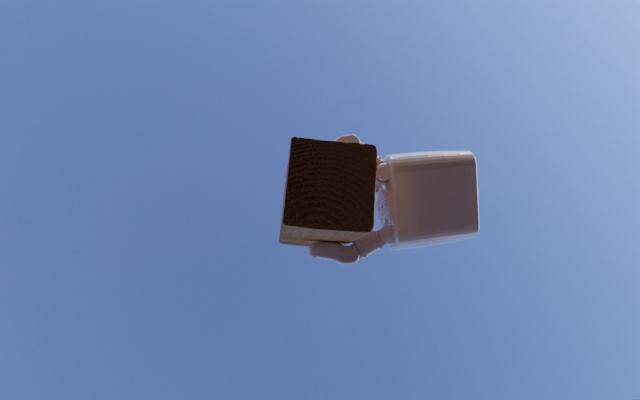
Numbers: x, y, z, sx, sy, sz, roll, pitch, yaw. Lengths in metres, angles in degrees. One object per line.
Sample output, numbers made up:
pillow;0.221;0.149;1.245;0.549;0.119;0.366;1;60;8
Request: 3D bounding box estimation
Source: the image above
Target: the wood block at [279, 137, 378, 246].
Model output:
wood block;0.000;0.002;0.564;0.090;0.091;0.206;5;-11;-5
